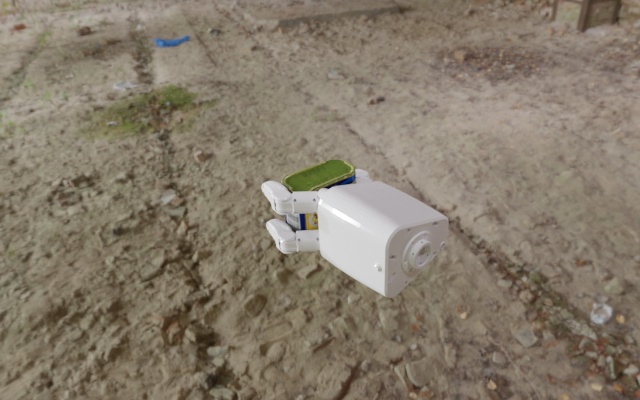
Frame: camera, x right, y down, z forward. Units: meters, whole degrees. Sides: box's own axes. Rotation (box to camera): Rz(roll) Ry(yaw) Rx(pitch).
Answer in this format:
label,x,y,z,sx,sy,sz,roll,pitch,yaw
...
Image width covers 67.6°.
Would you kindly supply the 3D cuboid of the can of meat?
label,x,y,z,sx,sy,sz,roll,pitch,yaw
can of meat,0.000,0.002,0.616,0.102,0.084,0.057,-24,38,-29
